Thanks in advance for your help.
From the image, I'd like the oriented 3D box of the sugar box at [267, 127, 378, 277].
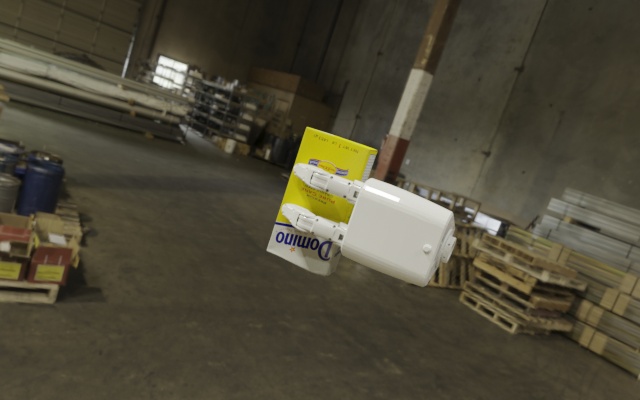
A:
[{"bbox_3d":[0.000,0.002,0.627,0.093,0.176,0.048,21,9,18],"label":"sugar box"}]
